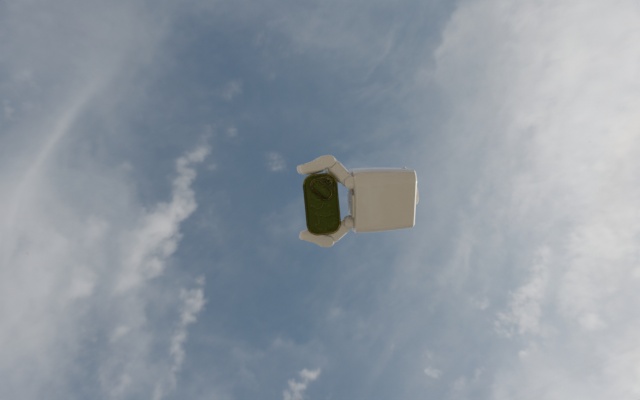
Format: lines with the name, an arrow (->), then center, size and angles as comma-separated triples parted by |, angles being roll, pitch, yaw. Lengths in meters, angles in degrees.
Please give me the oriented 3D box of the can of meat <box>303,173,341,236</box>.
can of meat -> 0.000, 0.003, 0.822 | 0.057, 0.102, 0.084 | -6, 6, -3
